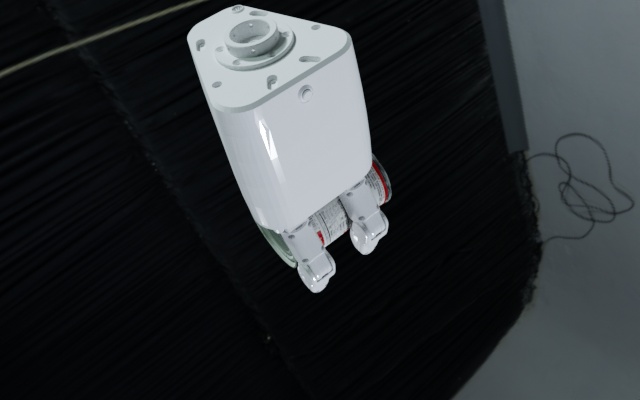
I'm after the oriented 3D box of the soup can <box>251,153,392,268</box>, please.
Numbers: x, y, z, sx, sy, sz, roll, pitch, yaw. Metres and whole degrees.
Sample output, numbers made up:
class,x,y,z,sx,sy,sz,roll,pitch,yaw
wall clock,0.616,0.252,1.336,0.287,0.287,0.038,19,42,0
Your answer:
class,x,y,z,sx,sy,sz,roll,pitch,yaw
soup can,0.000,0.002,0.406,0.102,0.068,0.068,-36,12,-17
